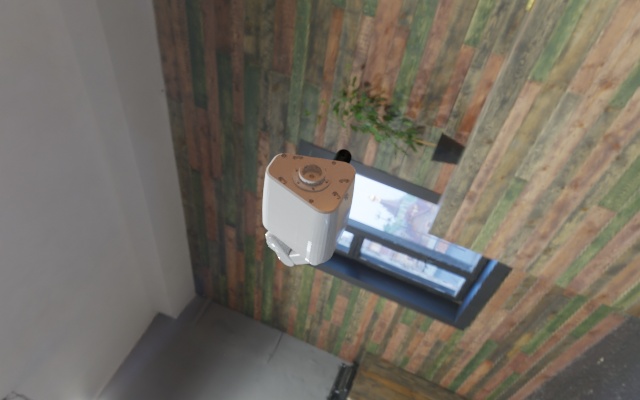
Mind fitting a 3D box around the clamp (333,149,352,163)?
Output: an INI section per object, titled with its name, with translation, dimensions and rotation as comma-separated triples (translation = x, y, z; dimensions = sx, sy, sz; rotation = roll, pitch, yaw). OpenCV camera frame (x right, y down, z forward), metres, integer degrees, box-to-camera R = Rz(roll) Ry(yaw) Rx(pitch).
[clamp]
translation = -0.001, 0.002, 0.726
dimensions = 0.039, 0.171, 0.120
rotation = 22, -39, 11
